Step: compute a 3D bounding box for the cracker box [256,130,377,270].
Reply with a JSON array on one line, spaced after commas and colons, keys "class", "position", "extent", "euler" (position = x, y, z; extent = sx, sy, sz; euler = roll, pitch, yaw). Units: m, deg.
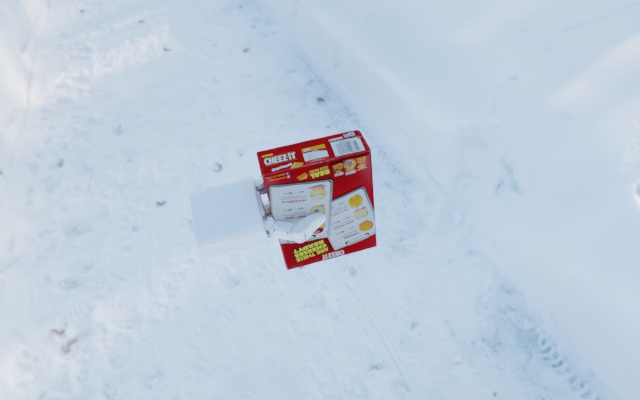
[{"class": "cracker box", "position": [0.000, 0.003, 0.772], "extent": [0.164, 0.214, 0.072], "euler": [-14, 43, -5]}]
